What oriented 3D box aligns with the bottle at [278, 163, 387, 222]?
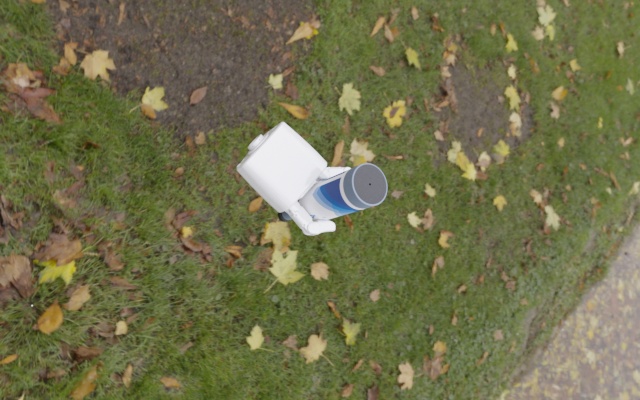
[{"bbox_3d":[0.000,0.003,0.841,0.069,0.069,0.296,0,-11,-31],"label":"bottle"}]
